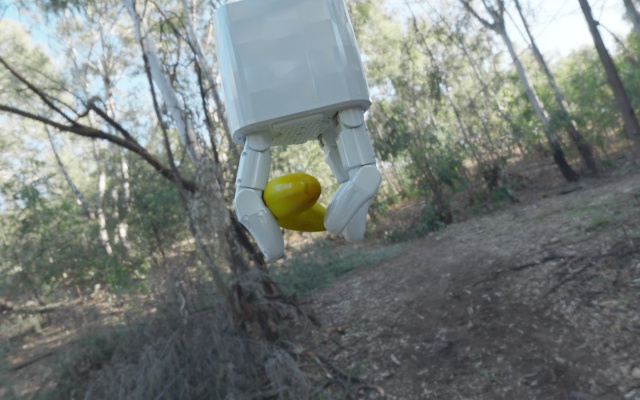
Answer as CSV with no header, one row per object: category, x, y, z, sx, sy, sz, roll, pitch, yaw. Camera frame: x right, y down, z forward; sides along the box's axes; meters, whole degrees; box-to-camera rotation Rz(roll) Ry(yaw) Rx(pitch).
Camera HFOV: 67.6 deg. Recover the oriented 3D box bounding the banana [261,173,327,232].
banana,-0.018,0.004,0.424,0.069,0.037,0.198,-5,-10,10
